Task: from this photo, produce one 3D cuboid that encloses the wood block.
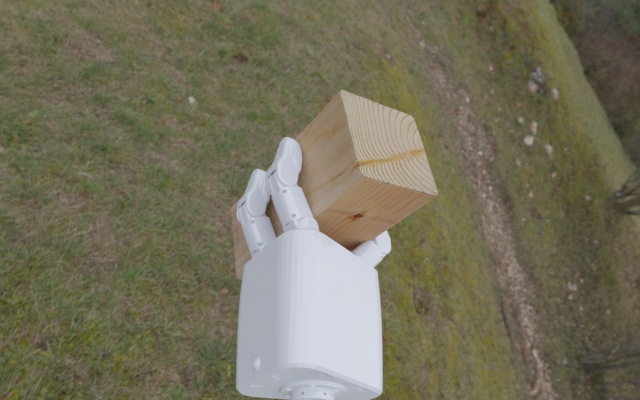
[{"bbox_3d":[0.000,0.002,0.468,0.091,0.090,0.206,12,-36,-35],"label":"wood block"}]
